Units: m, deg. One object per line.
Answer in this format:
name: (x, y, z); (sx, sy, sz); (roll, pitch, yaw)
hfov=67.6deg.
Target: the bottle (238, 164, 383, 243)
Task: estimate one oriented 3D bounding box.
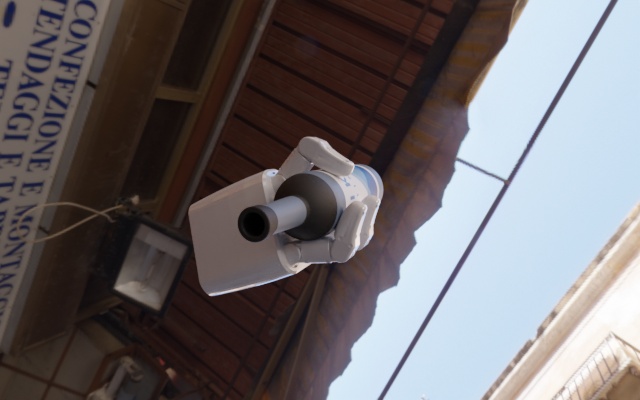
bottle: (0.000, 0.002, 0.493); (0.069, 0.069, 0.295); (0, 6, 20)
